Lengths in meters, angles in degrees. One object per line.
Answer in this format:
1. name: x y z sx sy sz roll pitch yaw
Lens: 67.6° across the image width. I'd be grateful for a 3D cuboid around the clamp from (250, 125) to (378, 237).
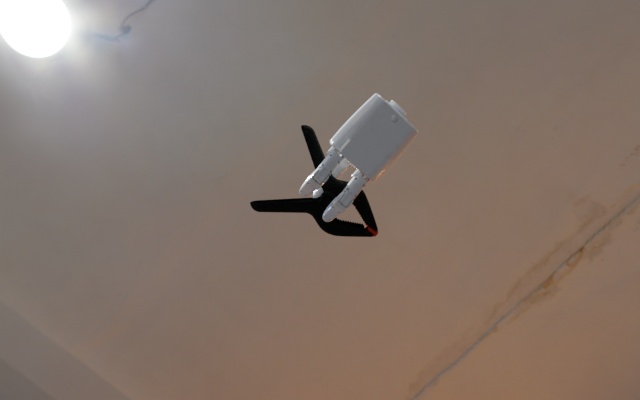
1. clamp: 0.001 0.003 0.788 0.210 0.164 0.036 40 13 -9
